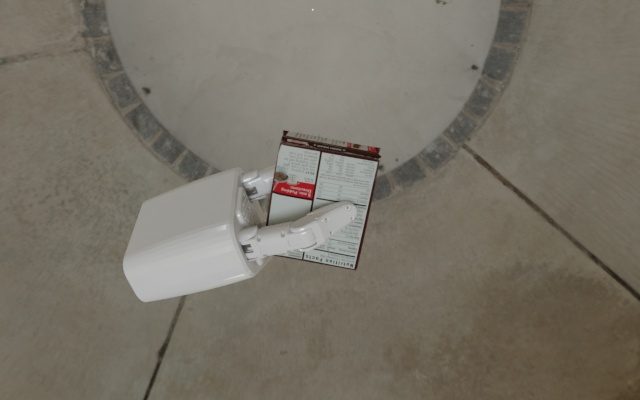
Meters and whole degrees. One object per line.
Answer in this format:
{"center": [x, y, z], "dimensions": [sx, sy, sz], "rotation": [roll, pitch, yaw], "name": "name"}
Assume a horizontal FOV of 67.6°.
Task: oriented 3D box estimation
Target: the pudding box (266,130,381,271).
{"center": [0.000, 0.001, 0.430], "dimensions": [0.090, 0.113, 0.039], "rotation": [10, 23, -1], "name": "pudding box"}
